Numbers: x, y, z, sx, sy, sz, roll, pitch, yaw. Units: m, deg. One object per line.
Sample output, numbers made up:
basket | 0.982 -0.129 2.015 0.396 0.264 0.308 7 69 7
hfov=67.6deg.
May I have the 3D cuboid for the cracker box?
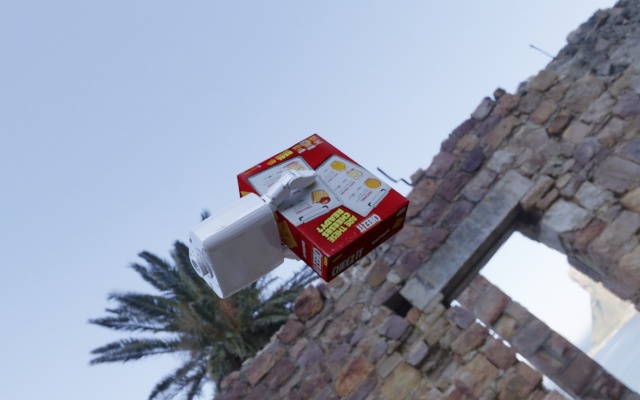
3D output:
cracker box | 0.000 0.002 0.734 0.164 0.072 0.213 -32 55 -28
